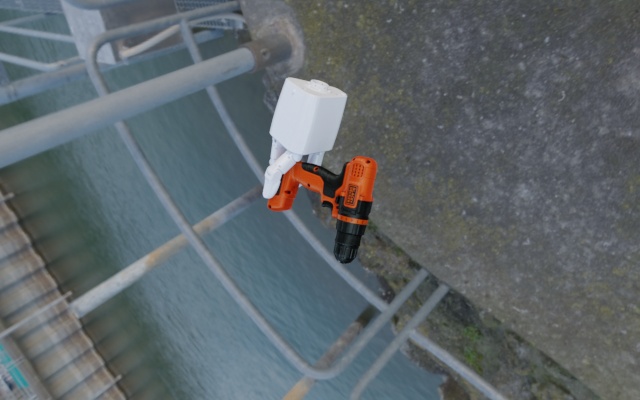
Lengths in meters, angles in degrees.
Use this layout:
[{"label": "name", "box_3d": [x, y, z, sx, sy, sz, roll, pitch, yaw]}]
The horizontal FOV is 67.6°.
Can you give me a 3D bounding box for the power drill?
[{"label": "power drill", "box_3d": [0.000, 0.002, 0.838, 0.187, 0.184, 0.057, 14, 4, 27]}]
